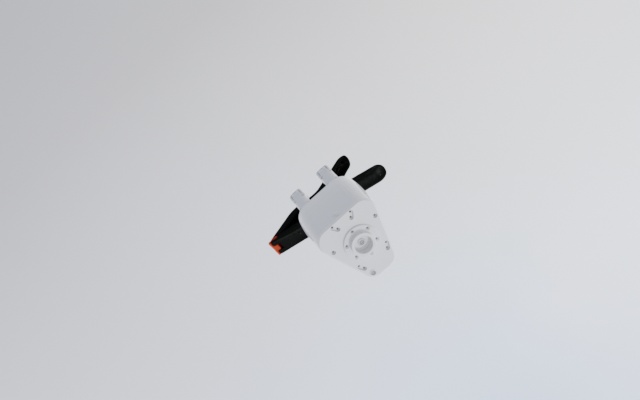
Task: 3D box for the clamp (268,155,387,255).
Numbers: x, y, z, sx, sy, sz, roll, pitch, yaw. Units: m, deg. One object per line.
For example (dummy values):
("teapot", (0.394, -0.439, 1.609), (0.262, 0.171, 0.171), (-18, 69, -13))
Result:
("clamp", (0.000, 0.004, 0.773), (0.210, 0.036, 0.164), (-42, 19, 1))
